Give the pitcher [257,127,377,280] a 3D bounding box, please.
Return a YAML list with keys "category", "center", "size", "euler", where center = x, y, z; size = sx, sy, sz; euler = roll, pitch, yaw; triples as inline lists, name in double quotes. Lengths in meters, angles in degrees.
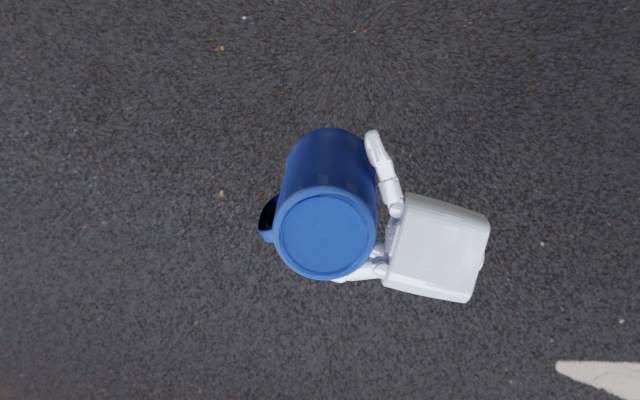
- category: "pitcher"
  center: [0.000, 0.002, 0.597]
  size: [0.145, 0.149, 0.242]
  euler: [16, 20, -3]
